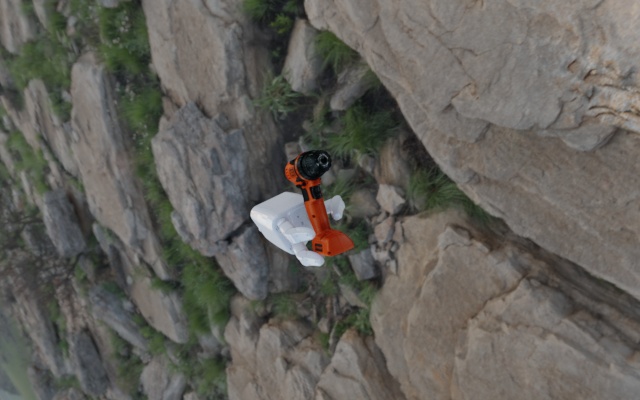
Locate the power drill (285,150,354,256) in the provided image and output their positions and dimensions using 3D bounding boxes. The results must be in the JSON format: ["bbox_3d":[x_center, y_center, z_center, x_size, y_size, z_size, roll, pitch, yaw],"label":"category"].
[{"bbox_3d":[0.000,0.003,0.855,0.057,0.187,0.184,-19,4,-16],"label":"power drill"}]
